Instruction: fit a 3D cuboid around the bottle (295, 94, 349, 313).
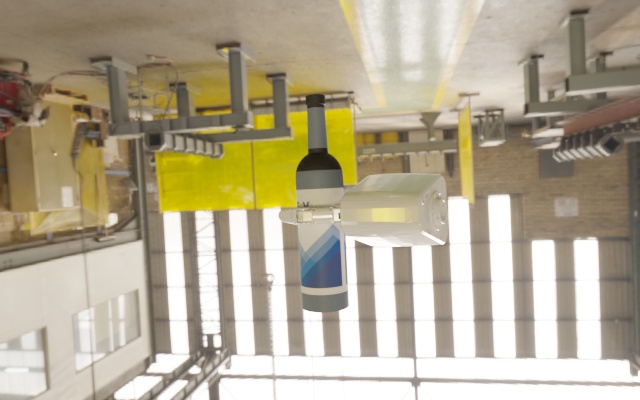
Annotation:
[{"bbox_3d":[0.000,0.002,0.665,0.069,0.296,0.069,-3,2,0],"label":"bottle"}]
